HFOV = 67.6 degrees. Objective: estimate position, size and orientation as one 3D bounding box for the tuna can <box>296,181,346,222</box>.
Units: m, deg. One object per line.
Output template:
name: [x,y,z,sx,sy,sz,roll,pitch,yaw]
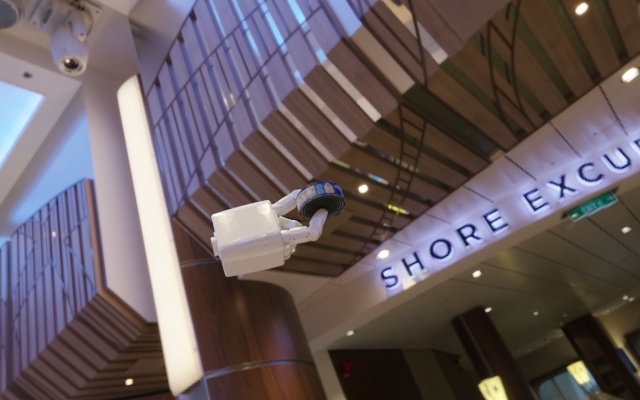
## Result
tuna can: [0.000,0.002,0.849,0.086,0.033,0.086,-12,-33,-8]
